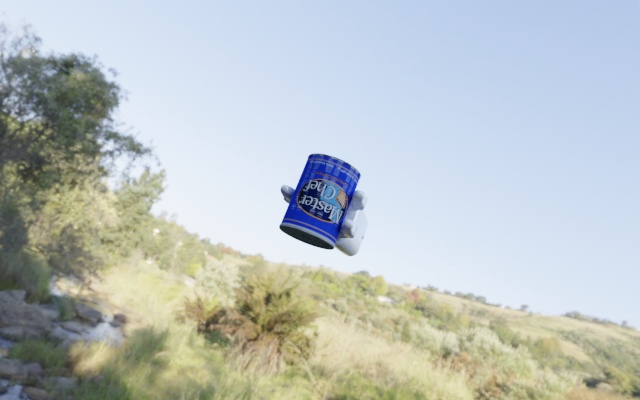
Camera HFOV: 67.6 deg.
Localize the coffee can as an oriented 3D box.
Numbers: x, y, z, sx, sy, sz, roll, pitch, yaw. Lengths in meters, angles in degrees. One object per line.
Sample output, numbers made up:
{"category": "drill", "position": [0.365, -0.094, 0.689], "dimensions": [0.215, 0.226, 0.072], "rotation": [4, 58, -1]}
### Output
{"category": "coffee can", "position": [0.000, 0.003, 0.839], "dimensions": [0.103, 0.140, 0.103], "rotation": [20, -15, 6]}
